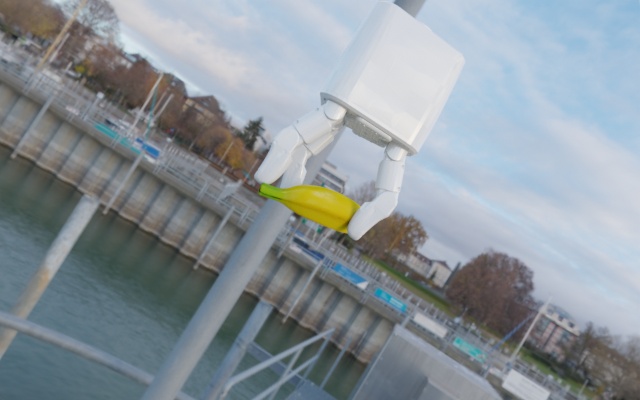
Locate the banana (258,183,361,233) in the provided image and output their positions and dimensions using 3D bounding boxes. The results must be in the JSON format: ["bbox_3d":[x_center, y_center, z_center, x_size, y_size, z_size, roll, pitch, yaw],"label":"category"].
[{"bbox_3d":[0.013,0.009,0.514,0.069,0.037,0.198,29,2,26],"label":"banana"}]
